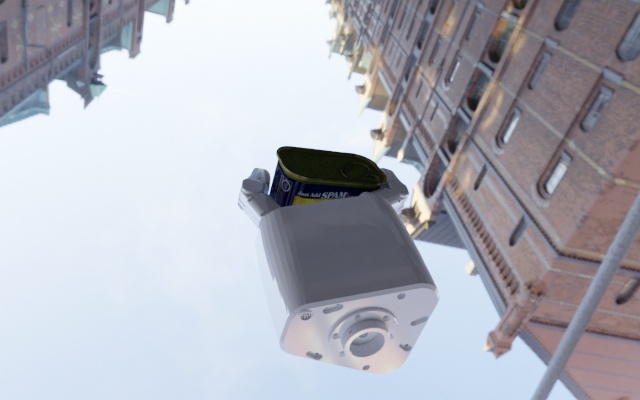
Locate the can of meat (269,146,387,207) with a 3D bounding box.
[{"bbox_3d":[0.000,0.002,0.452,0.102,0.084,0.057,4,32,-24],"label":"can of meat"}]
